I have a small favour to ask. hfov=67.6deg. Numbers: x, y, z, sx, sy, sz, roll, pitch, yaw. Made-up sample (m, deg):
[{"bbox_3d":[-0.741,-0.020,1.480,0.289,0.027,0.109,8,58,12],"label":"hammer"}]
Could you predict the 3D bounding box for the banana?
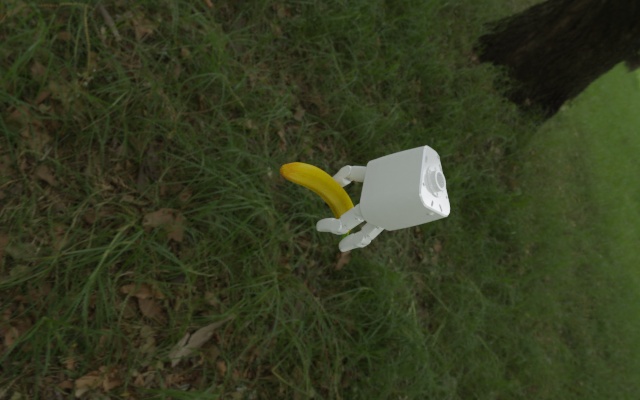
[{"bbox_3d":[0.008,-0.009,0.803,0.037,0.069,0.198,-13,-48,38],"label":"banana"}]
